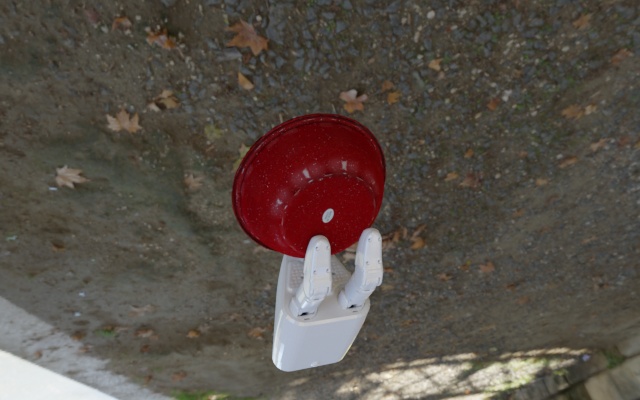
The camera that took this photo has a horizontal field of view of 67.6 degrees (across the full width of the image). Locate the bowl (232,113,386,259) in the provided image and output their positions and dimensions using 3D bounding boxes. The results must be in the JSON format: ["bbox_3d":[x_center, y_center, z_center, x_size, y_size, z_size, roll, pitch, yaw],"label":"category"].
[{"bbox_3d":[0.000,0.001,0.456,0.162,0.162,0.055,0,31,-22],"label":"bowl"}]
